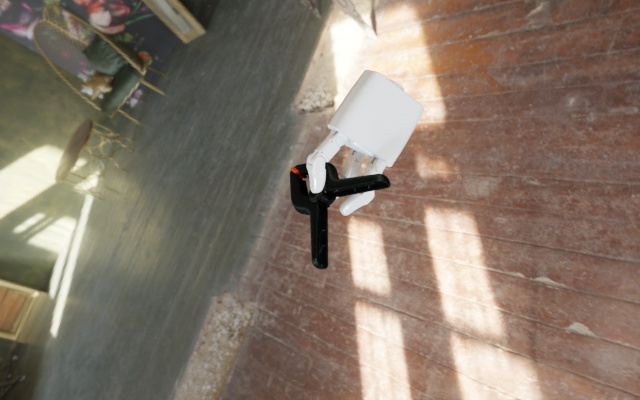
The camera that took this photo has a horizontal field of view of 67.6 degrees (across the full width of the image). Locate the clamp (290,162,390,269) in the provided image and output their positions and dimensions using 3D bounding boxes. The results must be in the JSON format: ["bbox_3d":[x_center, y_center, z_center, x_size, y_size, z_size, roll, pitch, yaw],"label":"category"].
[{"bbox_3d":[-0.001,0.002,0.749,0.036,0.164,0.210,34,0,-38],"label":"clamp"}]
